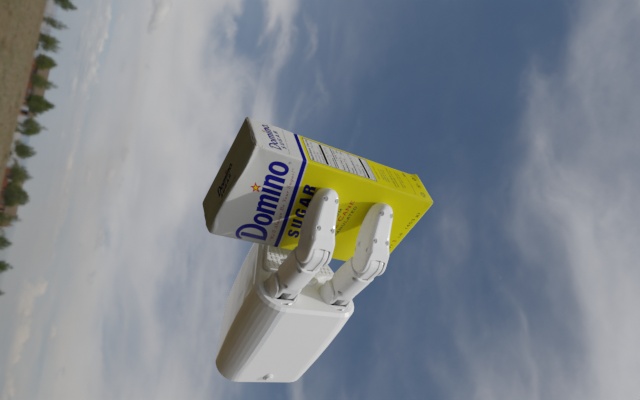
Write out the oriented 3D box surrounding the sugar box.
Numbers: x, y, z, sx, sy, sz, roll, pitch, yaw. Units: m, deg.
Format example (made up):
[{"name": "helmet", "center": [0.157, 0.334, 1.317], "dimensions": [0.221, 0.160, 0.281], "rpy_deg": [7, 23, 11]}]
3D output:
[{"name": "sugar box", "center": [0.000, 0.002, 0.408], "dimensions": [0.176, 0.093, 0.048], "rpy_deg": [13, 35, -32]}]
